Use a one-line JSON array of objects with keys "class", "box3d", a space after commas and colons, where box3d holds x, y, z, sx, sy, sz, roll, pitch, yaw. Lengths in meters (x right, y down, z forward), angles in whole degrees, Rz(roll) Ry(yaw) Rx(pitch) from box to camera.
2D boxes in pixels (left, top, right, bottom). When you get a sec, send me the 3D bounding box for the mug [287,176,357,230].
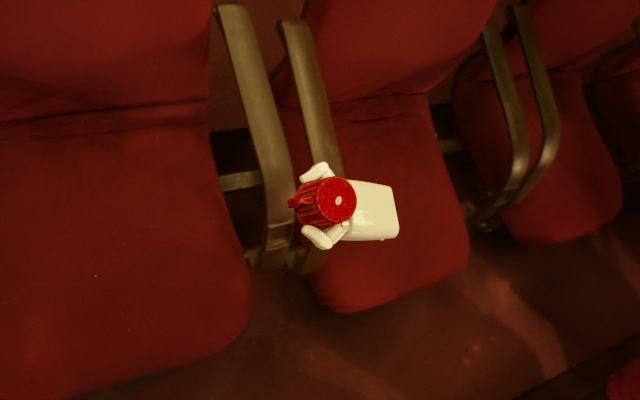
[{"class": "mug", "box3d": [-0.001, 0.003, 0.825, 0.117, 0.093, 0.081, 3, -9, -26]}]
